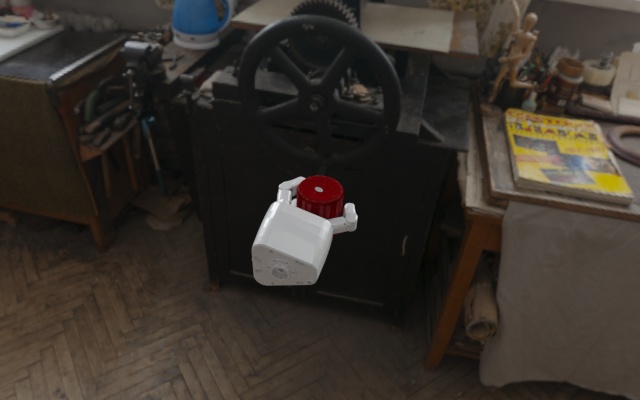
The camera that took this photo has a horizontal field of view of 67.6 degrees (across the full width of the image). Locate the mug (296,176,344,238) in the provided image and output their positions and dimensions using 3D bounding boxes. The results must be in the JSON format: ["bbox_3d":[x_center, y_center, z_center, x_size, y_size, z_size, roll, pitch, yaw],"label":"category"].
[{"bbox_3d":[0.001,0.002,0.858,0.093,0.082,0.117,10,39,7],"label":"mug"}]
